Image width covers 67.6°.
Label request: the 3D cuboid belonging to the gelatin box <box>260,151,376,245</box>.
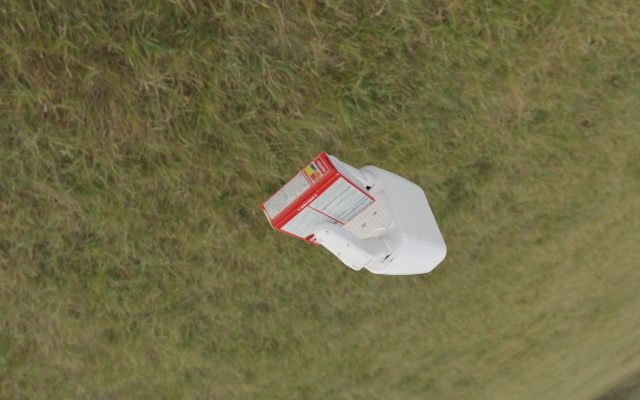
[{"bbox_3d":[0.000,0.002,0.432,0.073,0.030,0.089,-40,-28,12],"label":"gelatin box"}]
